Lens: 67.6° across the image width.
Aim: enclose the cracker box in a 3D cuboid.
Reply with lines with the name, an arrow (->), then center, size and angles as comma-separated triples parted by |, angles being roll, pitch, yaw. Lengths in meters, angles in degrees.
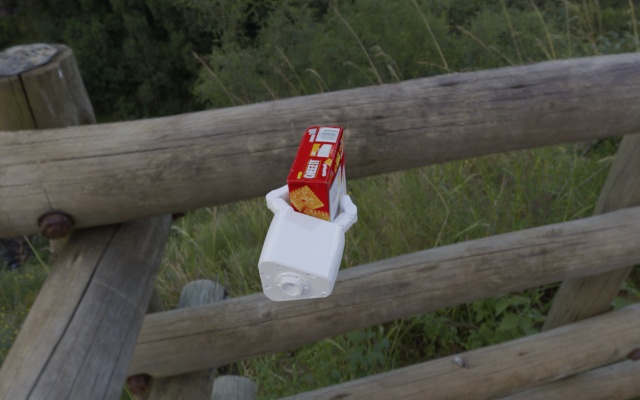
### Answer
cracker box -> 0.000, 0.003, 0.833 | 0.072, 0.214, 0.164 | 4, 40, 10
